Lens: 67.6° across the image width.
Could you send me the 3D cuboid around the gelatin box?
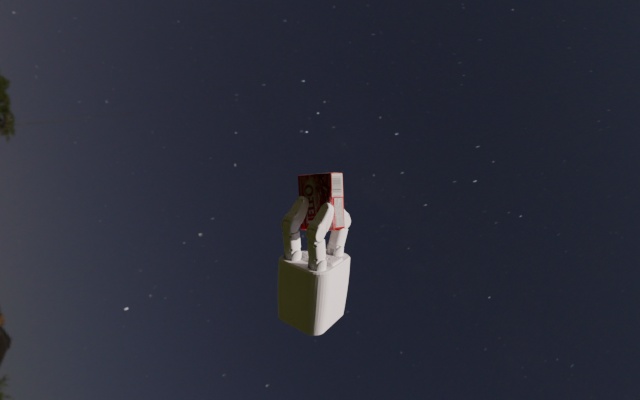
[{"bbox_3d":[0.000,0.002,0.748,0.073,0.089,0.030,-2,1,44],"label":"gelatin box"}]
